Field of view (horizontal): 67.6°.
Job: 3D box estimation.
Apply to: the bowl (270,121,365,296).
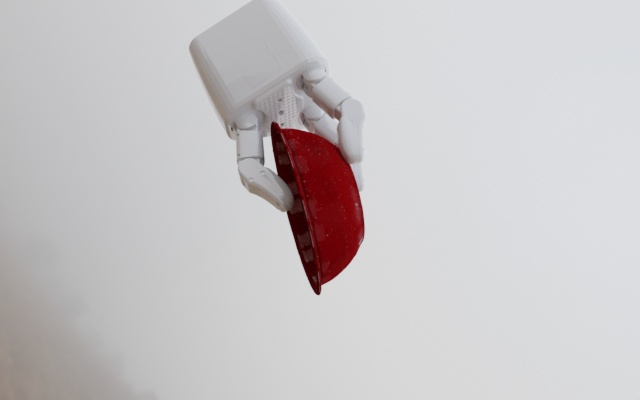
[{"bbox_3d":[0.001,0.003,0.438,0.055,0.162,0.162,-14,2,-9],"label":"bowl"}]
